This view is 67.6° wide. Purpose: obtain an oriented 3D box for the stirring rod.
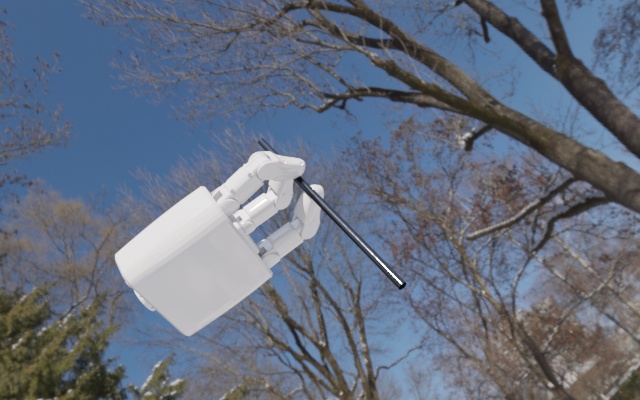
[{"bbox_3d":[0.000,0.002,0.459,0.011,0.011,0.239,0,34,-42],"label":"stirring rod"}]
